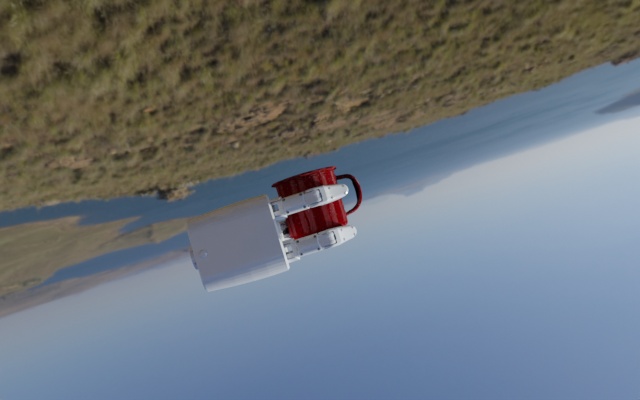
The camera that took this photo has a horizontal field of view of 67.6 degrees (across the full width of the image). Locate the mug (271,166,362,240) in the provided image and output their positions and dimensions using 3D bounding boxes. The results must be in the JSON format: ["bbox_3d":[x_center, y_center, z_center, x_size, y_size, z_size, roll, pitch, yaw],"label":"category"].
[{"bbox_3d":[0.002,0.002,0.654,0.117,0.081,0.093,-16,-2,-5],"label":"mug"}]
